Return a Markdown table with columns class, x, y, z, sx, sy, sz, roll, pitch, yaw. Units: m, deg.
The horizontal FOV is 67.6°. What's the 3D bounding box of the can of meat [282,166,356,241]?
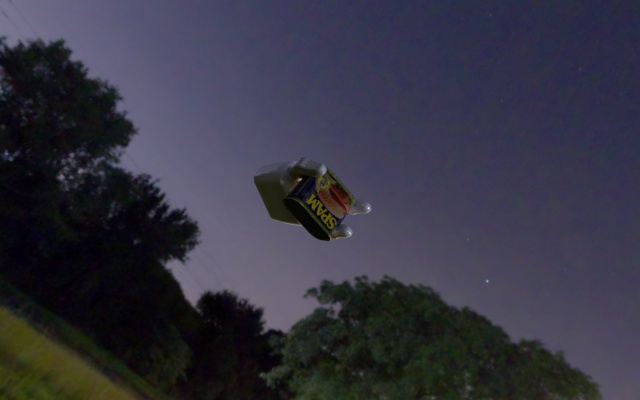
| class | x | y | z | sx | sy | sz | roll | pitch | yaw |
| --- | --- | --- | --- | --- | --- | --- | --- | --- | --- |
| can of meat | 0.000 | 0.002 | 0.794 | 0.102 | 0.084 | 0.057 | 49 | -26 | -23 |
